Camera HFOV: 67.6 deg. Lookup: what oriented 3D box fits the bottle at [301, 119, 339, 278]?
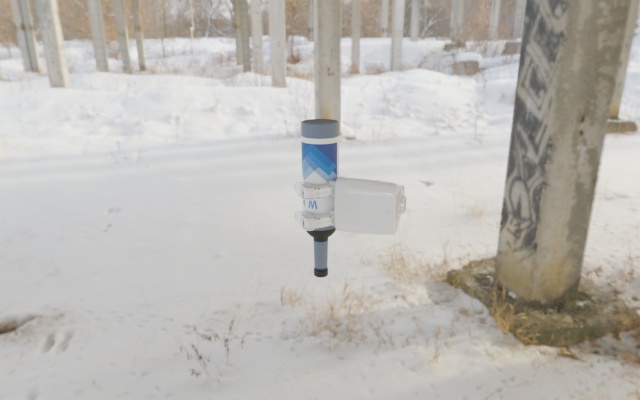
[{"bbox_3d":[0.000,0.003,0.874,0.069,0.296,0.069,0,18,0],"label":"bottle"}]
